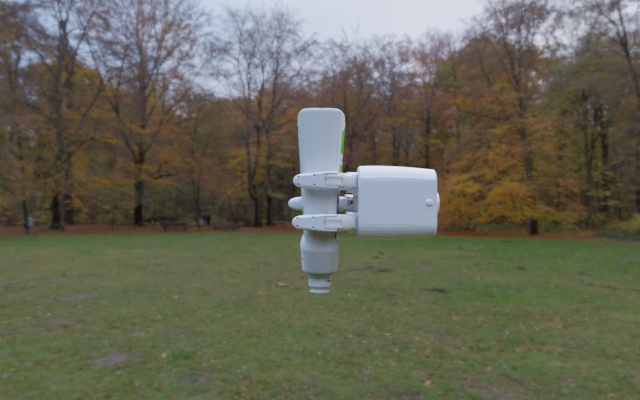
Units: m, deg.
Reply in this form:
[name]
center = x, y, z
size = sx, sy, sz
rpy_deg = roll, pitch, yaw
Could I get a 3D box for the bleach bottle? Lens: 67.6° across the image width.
[bleach bottle]
center = 0.000, 0.002, 0.680
size = 0.068, 0.251, 0.102
rpy_deg = 1, -1, 2
